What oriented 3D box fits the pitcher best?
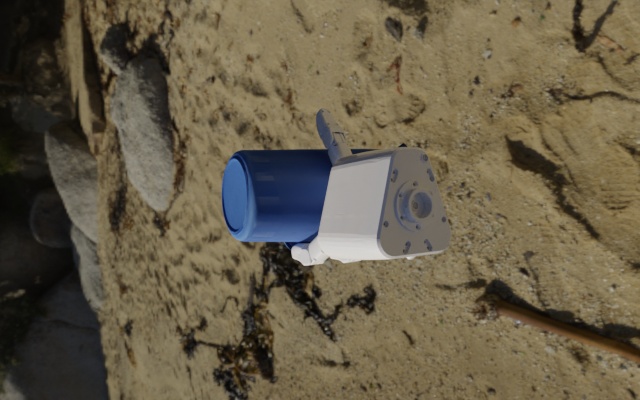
[{"bbox_3d":[0.000,0.002,0.622,0.243,0.149,0.145,-1,-3,-30],"label":"pitcher"}]
